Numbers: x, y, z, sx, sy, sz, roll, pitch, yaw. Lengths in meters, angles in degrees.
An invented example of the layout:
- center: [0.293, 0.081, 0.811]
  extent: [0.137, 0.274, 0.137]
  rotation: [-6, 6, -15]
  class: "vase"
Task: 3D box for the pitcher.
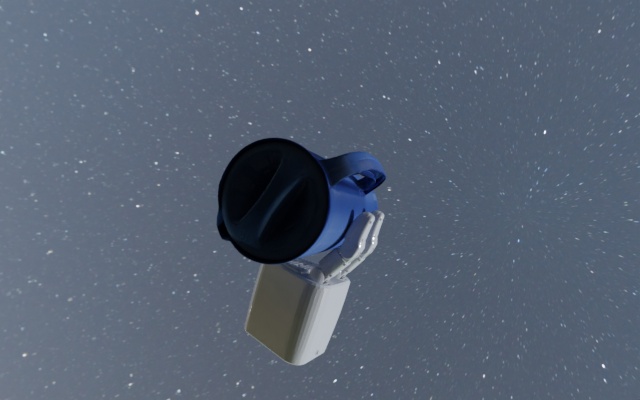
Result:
- center: [0.000, 0.002, 0.599]
  extent: [0.149, 0.145, 0.243]
  rotation: [20, 5, 22]
  class: "pitcher"
